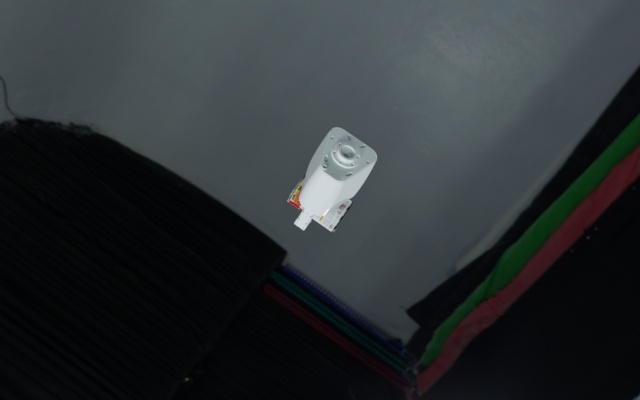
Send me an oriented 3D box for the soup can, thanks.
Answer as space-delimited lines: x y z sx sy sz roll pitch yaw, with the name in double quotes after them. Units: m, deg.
0.000 0.003 0.877 0.102 0.068 0.068 35 1 2 "soup can"
